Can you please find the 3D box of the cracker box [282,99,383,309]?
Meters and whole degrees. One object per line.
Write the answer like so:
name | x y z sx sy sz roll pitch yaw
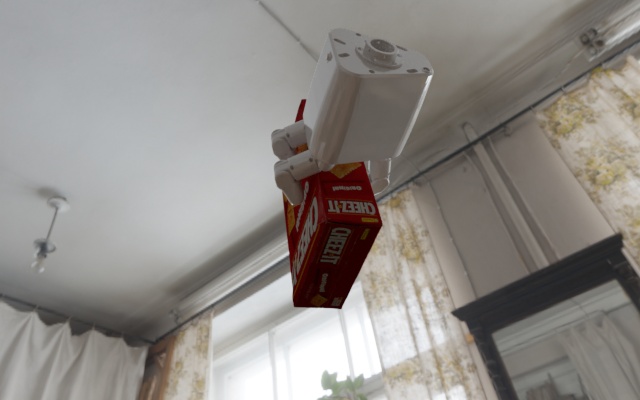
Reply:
cracker box | 0.000 0.002 0.601 0.072 0.213 0.164 4 -45 -14
